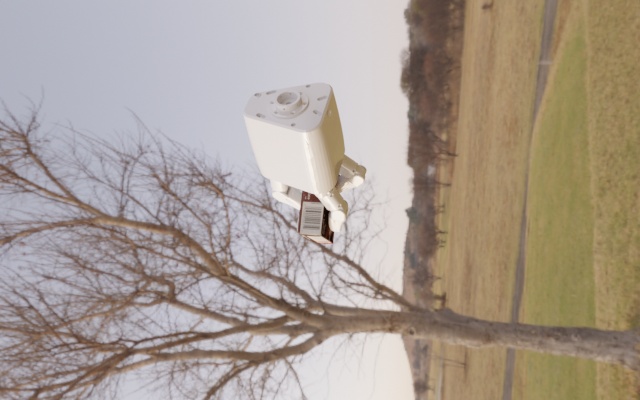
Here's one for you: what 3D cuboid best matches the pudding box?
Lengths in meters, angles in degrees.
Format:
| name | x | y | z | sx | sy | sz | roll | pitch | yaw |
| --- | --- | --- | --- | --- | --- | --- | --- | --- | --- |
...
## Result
| name | x | y | z | sx | sy | sz | roll | pitch | yaw |
| --- | --- | --- | --- | --- | --- | --- | --- | --- | --- |
| pudding box | 0.000 | 0.002 | 0.699 | 0.039 | 0.113 | 0.090 | 6 | -10 | 14 |
